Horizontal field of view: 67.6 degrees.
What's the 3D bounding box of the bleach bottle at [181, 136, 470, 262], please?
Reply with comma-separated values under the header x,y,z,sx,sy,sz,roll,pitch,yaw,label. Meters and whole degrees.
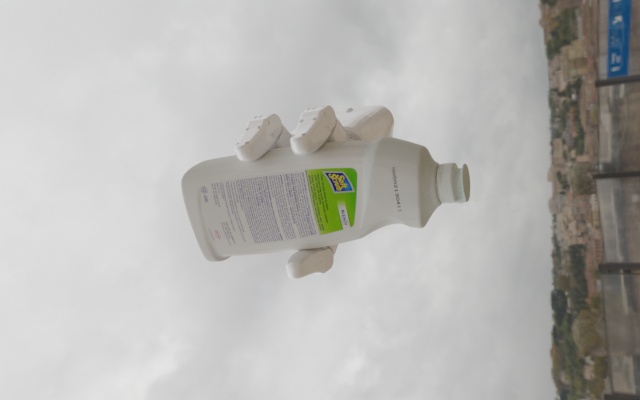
x,y,z,sx,sy,sz,roll,pitch,yaw,label
0.000,0.001,0.416,0.251,0.103,0.068,-4,22,27,bleach bottle
